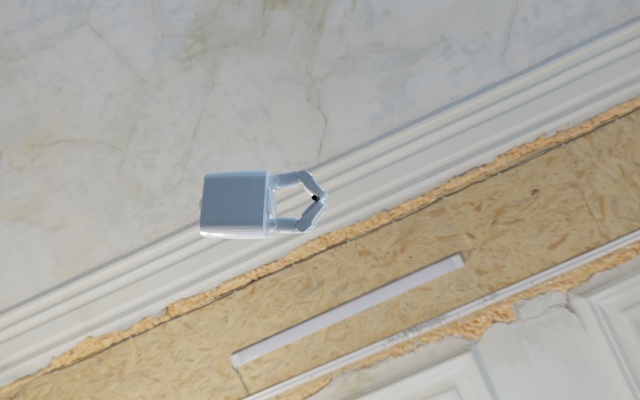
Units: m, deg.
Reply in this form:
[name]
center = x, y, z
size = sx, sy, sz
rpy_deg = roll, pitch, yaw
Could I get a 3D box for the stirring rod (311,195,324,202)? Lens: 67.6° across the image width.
[stirring rod]
center = 0.000, 0.003, 0.814
size = 0.011, 0.011, 0.239
rpy_deg = 0, -3, 4
